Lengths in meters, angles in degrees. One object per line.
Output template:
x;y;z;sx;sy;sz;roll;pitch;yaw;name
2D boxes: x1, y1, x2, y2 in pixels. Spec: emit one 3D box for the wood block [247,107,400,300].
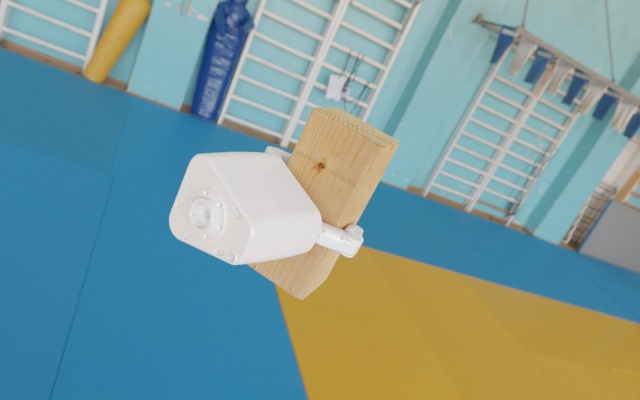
0.000;0.002;0.575;0.091;0.206;0.090;32;20;14;wood block
